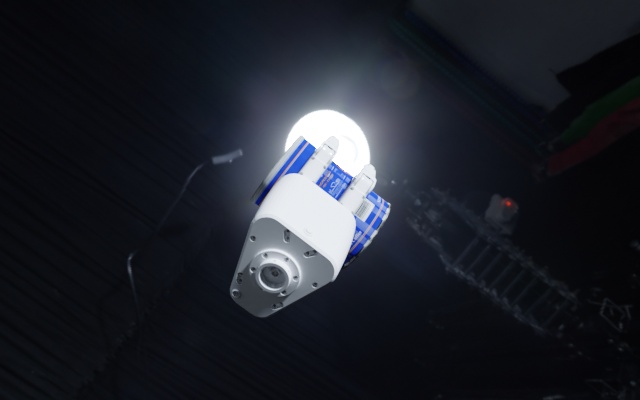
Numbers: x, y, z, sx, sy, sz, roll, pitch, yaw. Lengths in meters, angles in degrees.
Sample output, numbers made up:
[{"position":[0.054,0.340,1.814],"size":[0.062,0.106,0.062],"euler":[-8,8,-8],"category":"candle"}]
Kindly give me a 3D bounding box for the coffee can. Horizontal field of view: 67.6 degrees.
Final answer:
[{"position":[0.000,0.002,0.589],"size":[0.140,0.103,0.103],"euler":[38,-4,-4],"category":"coffee can"}]
